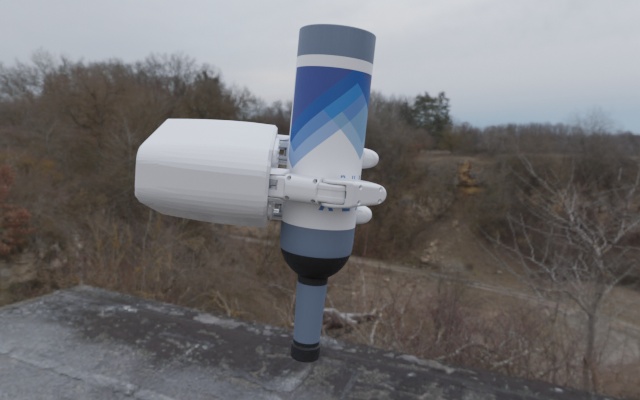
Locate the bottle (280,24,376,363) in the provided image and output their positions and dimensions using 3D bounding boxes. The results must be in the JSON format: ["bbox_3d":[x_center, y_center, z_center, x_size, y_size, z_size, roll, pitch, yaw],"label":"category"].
[{"bbox_3d":[0.000,0.001,0.430,0.069,0.296,0.069,6,8,-1],"label":"bottle"}]
